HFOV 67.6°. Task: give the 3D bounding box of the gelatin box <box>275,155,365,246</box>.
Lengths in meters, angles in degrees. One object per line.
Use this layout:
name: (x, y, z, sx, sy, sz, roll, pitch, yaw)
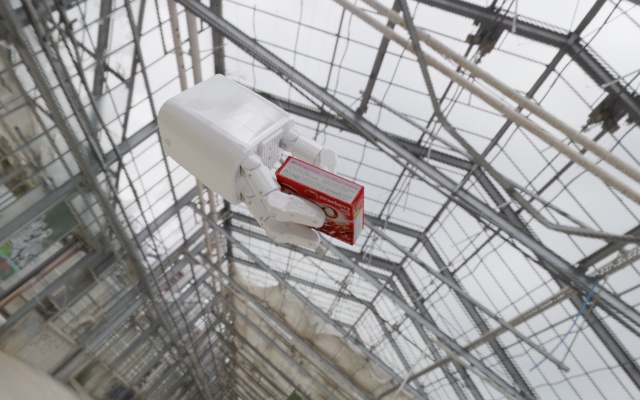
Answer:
gelatin box: (0.001, 0.001, 0.488, 0.089, 0.030, 0.073, 23, -32, 19)
